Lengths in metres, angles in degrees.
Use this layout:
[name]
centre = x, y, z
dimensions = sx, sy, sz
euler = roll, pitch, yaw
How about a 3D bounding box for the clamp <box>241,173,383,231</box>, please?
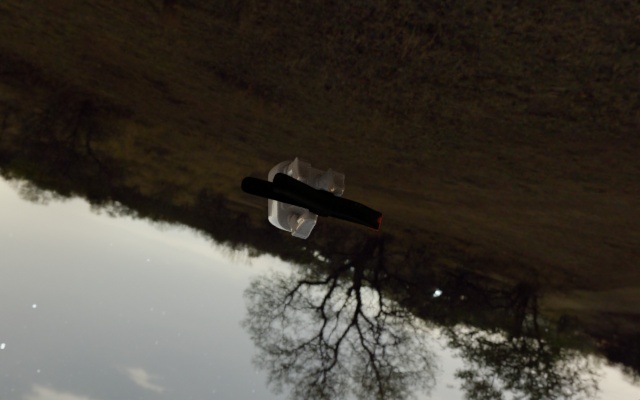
[clamp]
centre = 0.000, 0.003, 0.671
dimensions = 0.210, 0.036, 0.164
euler = 17, -5, -16
